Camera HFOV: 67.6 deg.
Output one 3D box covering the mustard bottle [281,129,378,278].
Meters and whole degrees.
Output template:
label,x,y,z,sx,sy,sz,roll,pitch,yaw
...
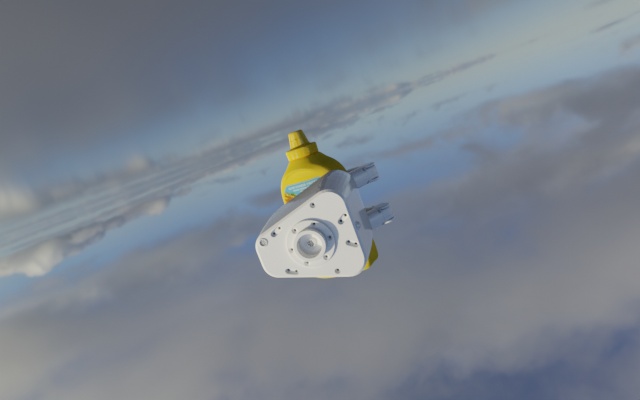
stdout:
label,x,y,z,sx,sy,sz,roll,pitch,yaw
mustard bottle,0.000,0.002,0.616,0.096,0.191,0.058,-14,11,35
